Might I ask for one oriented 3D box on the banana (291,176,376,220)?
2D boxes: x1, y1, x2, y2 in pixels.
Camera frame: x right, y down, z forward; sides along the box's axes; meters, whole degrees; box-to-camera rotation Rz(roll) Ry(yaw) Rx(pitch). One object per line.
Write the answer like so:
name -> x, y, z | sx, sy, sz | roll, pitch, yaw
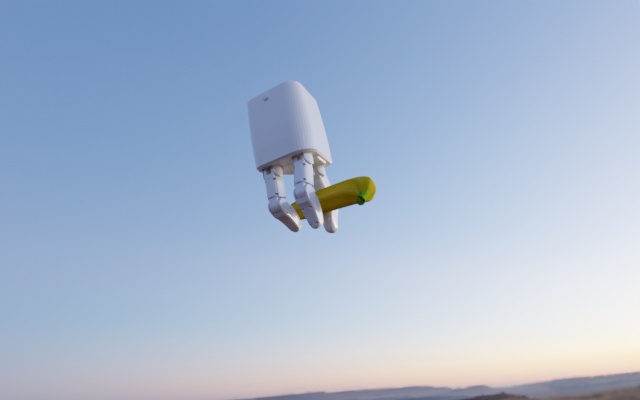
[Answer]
banana -> 0.017, -0.003, 0.664 | 0.069, 0.037, 0.198 | -18, 0, -35
